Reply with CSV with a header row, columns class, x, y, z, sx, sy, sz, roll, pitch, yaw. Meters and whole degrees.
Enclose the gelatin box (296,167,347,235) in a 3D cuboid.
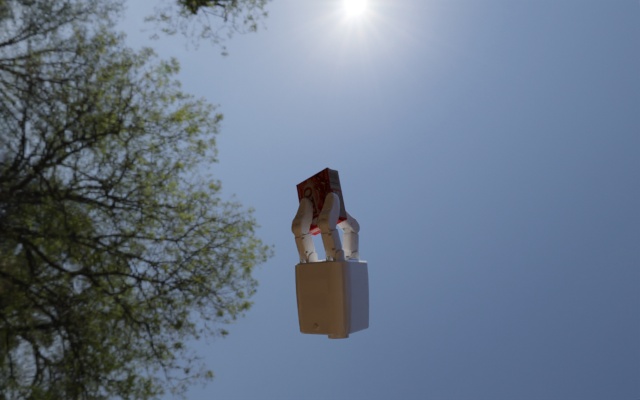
class,x,y,z,sx,sy,sz,roll,pitch,yaw
gelatin box,0.000,0.002,0.762,0.073,0.089,0.030,-28,-28,38
